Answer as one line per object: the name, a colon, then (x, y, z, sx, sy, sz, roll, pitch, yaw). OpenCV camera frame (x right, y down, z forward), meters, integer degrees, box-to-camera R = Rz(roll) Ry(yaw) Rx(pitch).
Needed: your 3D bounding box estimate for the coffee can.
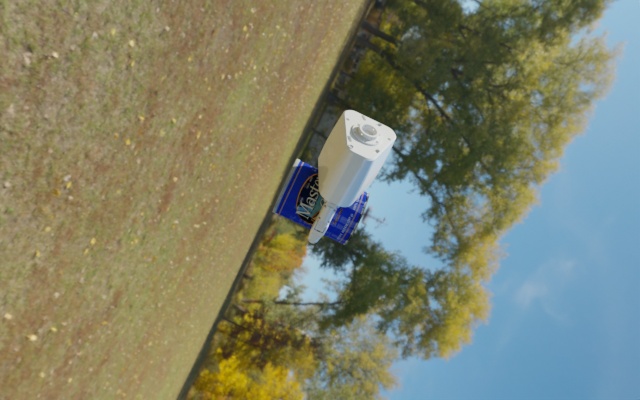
coffee can: (0.000, 0.003, 0.835, 0.140, 0.103, 0.103, 25, -1, -3)
